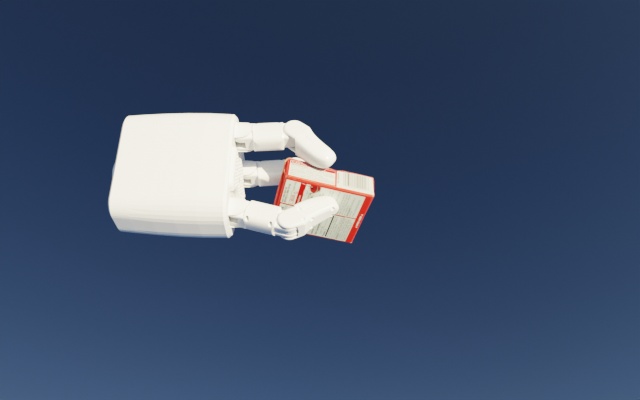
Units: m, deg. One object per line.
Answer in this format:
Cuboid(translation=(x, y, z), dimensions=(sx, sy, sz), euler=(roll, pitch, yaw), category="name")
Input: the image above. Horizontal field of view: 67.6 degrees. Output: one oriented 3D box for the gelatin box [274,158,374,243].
Cuboid(translation=(0.000, 0.002, 0.472), dimensions=(0.089, 0.030, 0.073), euler=(13, -46, -8), category="gelatin box")
